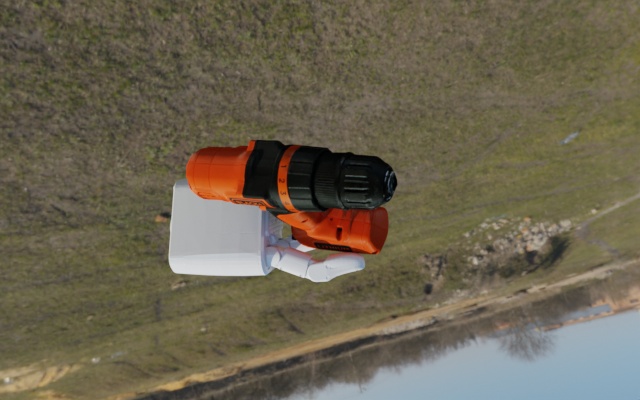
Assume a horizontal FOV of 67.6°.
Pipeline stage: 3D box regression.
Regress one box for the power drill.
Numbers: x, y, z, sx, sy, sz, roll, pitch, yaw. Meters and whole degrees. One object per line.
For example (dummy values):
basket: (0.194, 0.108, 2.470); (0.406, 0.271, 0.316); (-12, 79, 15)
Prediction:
power drill: (0.000, 0.002, 0.438); (0.184, 0.057, 0.188); (7, -16, 28)
